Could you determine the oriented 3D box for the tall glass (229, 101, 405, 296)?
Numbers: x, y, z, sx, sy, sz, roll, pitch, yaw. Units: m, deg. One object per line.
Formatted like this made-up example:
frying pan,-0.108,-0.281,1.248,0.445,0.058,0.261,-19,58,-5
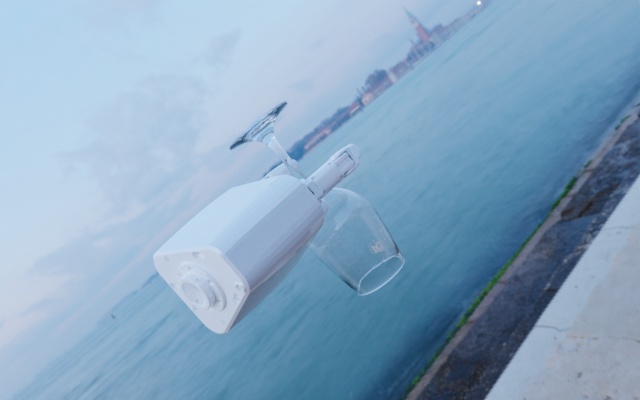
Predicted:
tall glass,0.000,0.001,0.486,0.079,0.201,0.079,-39,6,5
